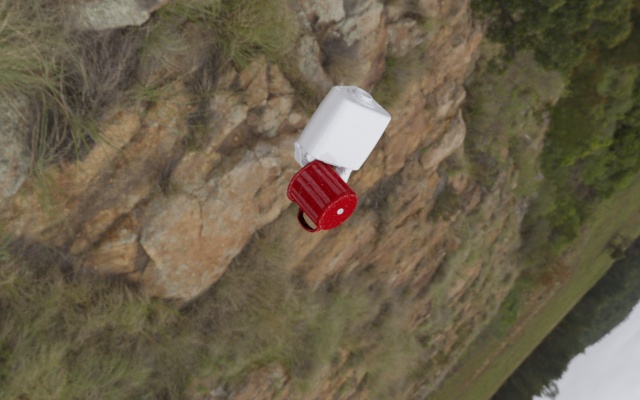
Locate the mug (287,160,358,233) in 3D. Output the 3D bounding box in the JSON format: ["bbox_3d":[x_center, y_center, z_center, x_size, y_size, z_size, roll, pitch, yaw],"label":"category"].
[{"bbox_3d":[-0.001,0.004,0.777,0.093,0.117,0.081,-2,43,-50],"label":"mug"}]
